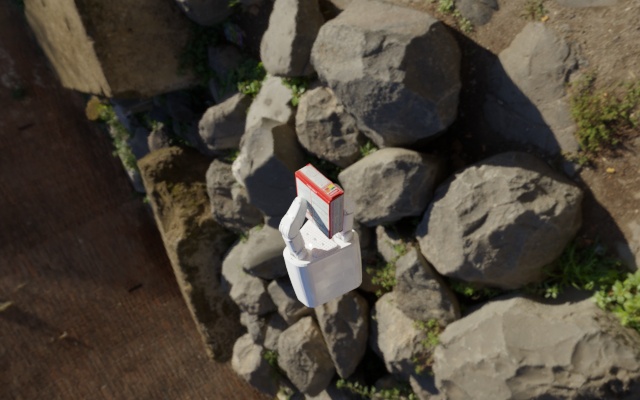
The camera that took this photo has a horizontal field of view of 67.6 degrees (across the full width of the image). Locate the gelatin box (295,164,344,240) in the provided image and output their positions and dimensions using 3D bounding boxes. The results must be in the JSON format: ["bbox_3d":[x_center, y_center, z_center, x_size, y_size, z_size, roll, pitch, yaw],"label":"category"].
[{"bbox_3d":[0.000,0.002,0.680,0.030,0.089,0.073,-34,57,-23],"label":"gelatin box"}]
